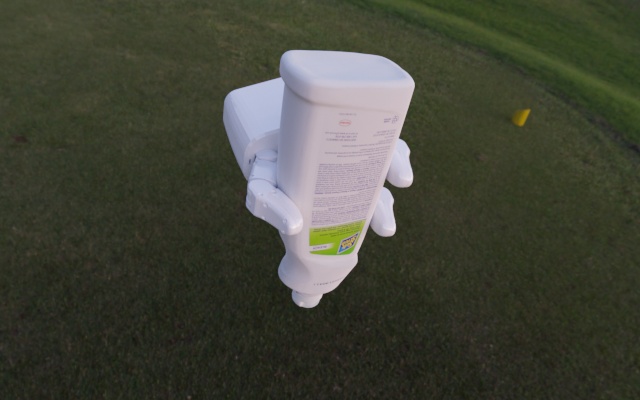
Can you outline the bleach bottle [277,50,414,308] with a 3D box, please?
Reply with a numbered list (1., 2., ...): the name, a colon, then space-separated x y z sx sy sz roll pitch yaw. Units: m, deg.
1. bleach bottle: 0.000 0.001 0.422 0.102 0.251 0.068 -5 38 -24
